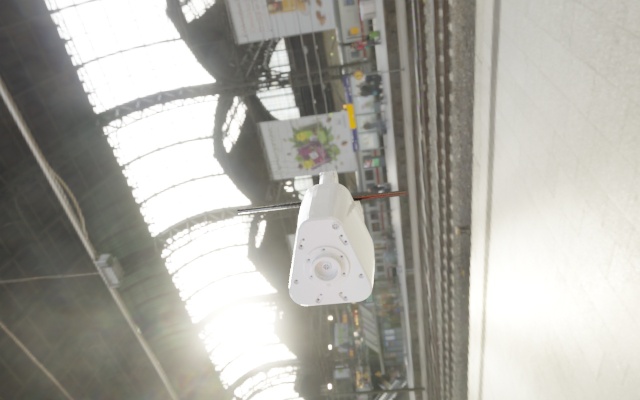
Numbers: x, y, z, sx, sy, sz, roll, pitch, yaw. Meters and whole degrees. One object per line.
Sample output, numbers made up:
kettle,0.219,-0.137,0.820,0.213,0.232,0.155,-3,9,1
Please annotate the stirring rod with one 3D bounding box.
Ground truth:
stirring rod,0.000,0.002,0.673,0.239,0.011,0.011,-6,-1,7
